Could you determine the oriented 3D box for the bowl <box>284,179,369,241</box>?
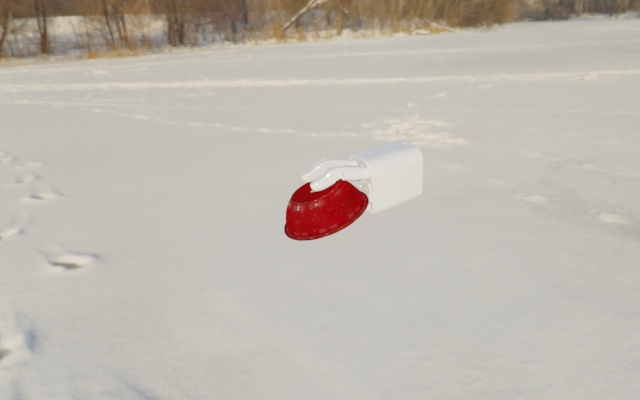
[{"bbox_3d":[-0.001,0.003,0.841,0.162,0.055,0.162,-20,24,9],"label":"bowl"}]
